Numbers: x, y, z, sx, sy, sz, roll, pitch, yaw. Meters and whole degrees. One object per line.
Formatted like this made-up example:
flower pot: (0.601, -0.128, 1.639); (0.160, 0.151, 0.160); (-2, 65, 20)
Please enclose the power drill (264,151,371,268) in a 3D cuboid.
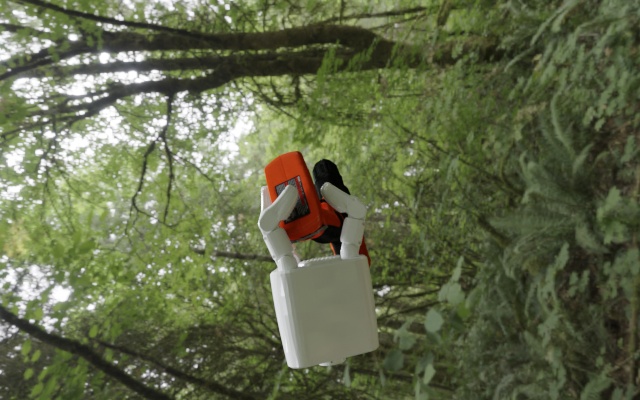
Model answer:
power drill: (0.000, 0.002, 0.633); (0.057, 0.184, 0.188); (-27, -25, 17)
